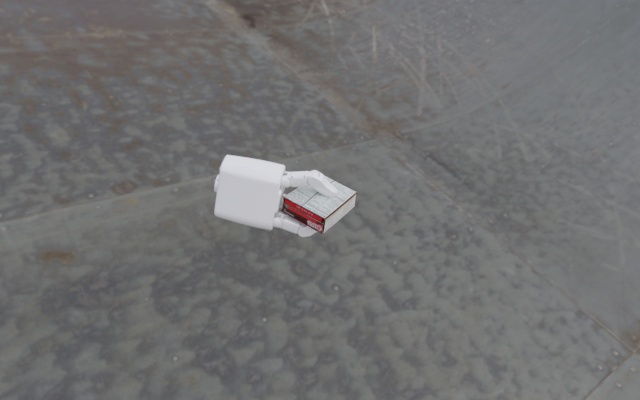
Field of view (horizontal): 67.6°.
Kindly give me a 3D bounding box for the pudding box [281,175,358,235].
[{"bbox_3d":[0.000,0.003,0.844,0.090,0.039,0.113,29,42,22],"label":"pudding box"}]
